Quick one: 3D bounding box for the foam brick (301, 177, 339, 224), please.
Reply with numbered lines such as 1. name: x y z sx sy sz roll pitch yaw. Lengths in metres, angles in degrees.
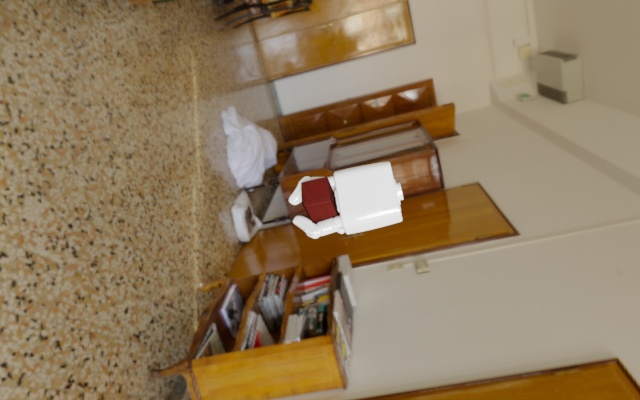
1. foam brick: 0.000 0.003 0.868 0.051 0.053 0.078 -12 -35 10
